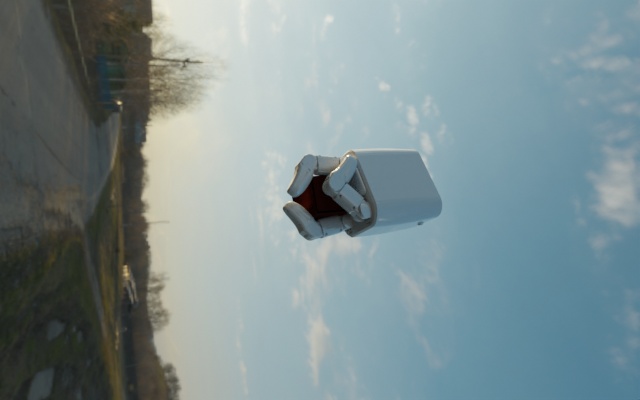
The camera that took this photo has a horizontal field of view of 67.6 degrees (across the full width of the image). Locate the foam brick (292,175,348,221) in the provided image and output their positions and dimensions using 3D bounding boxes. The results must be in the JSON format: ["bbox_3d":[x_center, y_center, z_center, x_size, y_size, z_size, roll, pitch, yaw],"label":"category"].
[{"bbox_3d":[0.000,0.002,0.650,0.051,0.053,0.078,-5,-14,-24],"label":"foam brick"}]
